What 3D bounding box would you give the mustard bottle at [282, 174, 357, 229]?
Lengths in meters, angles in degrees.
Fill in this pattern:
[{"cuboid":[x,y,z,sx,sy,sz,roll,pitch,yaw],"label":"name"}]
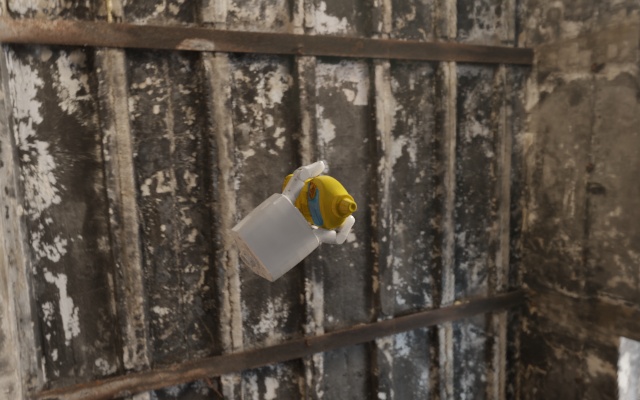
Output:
[{"cuboid":[0.000,0.003,0.863,0.058,0.096,0.191,-13,12,-31],"label":"mustard bottle"}]
